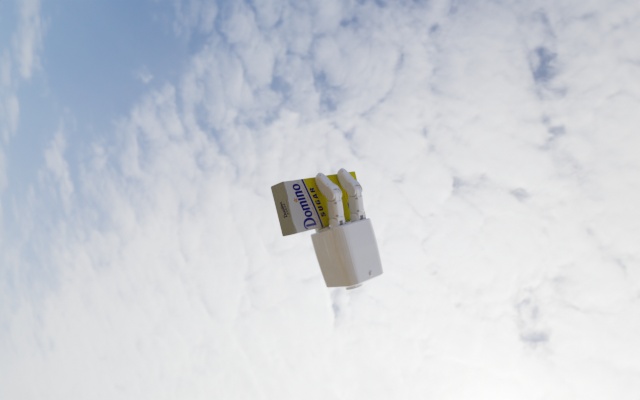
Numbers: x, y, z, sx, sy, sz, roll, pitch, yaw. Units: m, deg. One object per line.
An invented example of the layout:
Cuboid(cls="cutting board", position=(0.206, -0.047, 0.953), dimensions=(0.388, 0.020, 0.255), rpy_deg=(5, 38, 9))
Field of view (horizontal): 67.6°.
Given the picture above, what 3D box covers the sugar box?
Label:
Cuboid(cls="sugar box", position=(0.001, 0.003, 0.866), dimensions=(0.176, 0.093, 0.048), rpy_deg=(-12, -4, -44))
